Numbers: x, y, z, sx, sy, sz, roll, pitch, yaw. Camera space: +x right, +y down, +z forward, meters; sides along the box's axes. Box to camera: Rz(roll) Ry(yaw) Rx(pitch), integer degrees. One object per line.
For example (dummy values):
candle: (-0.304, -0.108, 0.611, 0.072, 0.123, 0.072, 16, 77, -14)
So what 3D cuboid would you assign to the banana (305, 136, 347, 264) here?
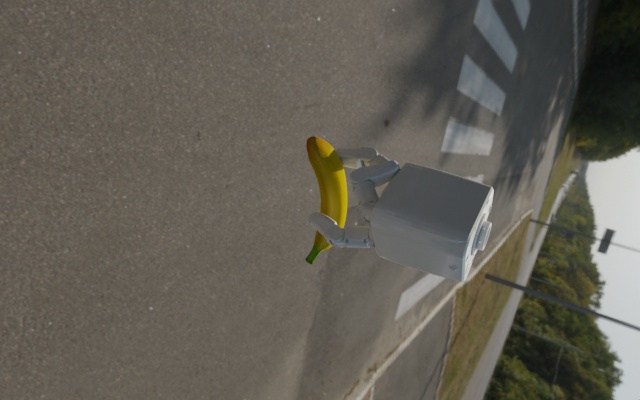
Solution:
banana: (0.009, -0.004, 0.634, 0.037, 0.198, 0.069, 18, 38, 25)
